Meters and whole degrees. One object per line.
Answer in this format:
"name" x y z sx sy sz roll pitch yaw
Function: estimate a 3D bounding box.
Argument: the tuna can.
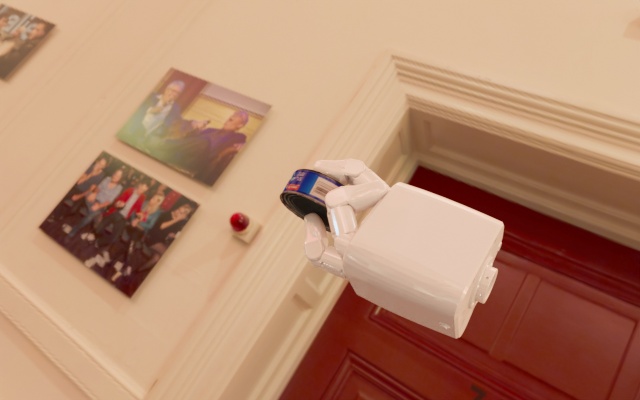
"tuna can" 0.000 0.001 0.528 0.086 0.033 0.086 25 -18 9
